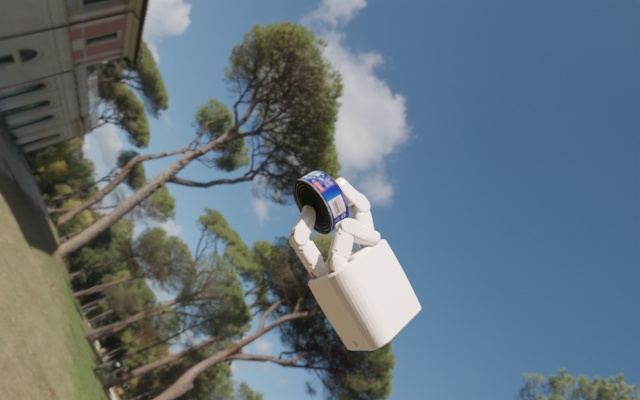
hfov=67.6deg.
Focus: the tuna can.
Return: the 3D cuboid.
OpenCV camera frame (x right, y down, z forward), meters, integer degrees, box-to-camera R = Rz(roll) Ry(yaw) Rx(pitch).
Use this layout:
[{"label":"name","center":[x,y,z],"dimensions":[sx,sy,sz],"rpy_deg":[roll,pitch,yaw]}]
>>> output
[{"label":"tuna can","center":[0.001,0.002,0.663],"dimensions":[0.033,0.086,0.086],"rpy_deg":[-31,15,-26]}]
